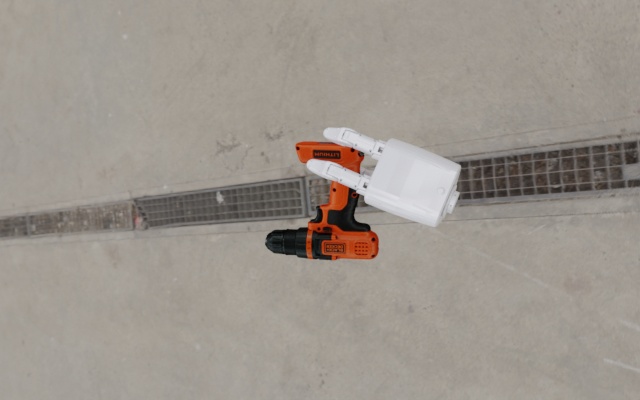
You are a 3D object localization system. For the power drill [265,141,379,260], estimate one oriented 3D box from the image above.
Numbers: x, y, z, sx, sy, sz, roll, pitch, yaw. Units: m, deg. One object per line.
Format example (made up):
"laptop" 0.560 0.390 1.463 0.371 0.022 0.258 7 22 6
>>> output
"power drill" 0.000 0.002 0.749 0.184 0.188 0.057 1 13 9
